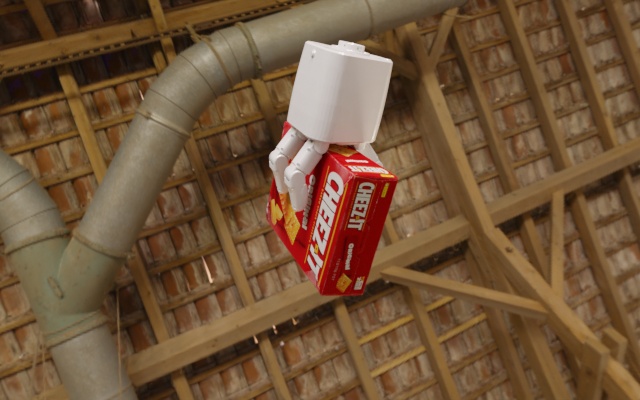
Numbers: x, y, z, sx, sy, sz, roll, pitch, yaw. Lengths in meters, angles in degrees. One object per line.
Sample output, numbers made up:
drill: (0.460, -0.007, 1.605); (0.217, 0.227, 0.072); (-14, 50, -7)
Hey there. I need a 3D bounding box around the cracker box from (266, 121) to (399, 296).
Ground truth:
cracker box: (0.000, 0.002, 0.650); (0.072, 0.164, 0.213); (2, 24, -28)
